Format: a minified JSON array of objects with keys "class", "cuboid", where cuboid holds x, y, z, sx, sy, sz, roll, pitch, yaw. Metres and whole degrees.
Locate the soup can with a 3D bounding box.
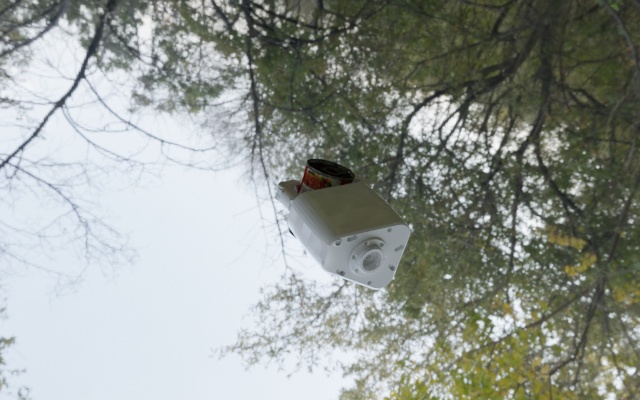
[{"class":"soup can","cuboid":[0.000,0.002,0.657,0.068,0.102,0.068,15,20,-6]}]
